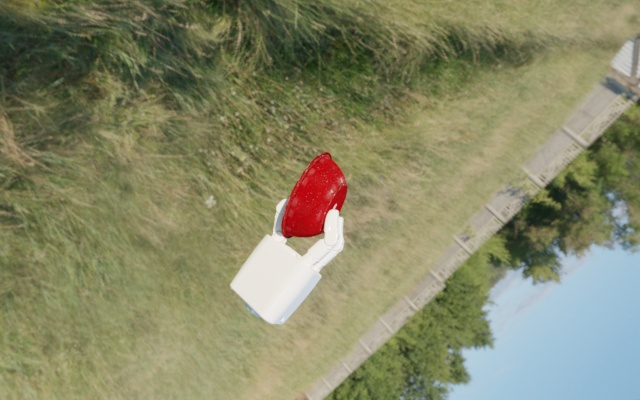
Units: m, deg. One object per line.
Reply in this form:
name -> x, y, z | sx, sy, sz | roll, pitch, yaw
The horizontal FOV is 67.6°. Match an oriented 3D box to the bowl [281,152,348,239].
bowl -> 0.001, 0.002, 0.798 | 0.055, 0.162, 0.162 | 26, 7, 16
